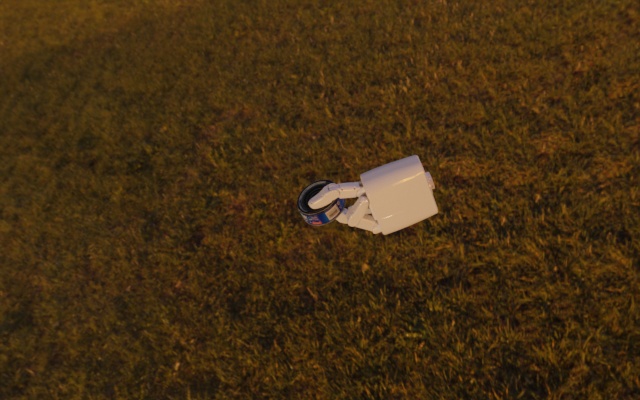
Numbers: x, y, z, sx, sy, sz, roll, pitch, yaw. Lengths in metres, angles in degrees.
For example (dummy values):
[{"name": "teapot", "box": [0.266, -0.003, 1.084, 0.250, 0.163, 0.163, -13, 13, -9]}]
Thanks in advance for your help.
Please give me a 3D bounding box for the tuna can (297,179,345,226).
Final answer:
[{"name": "tuna can", "box": [0.000, 0.003, 0.874, 0.086, 0.086, 0.034, 0, -39, 31]}]
